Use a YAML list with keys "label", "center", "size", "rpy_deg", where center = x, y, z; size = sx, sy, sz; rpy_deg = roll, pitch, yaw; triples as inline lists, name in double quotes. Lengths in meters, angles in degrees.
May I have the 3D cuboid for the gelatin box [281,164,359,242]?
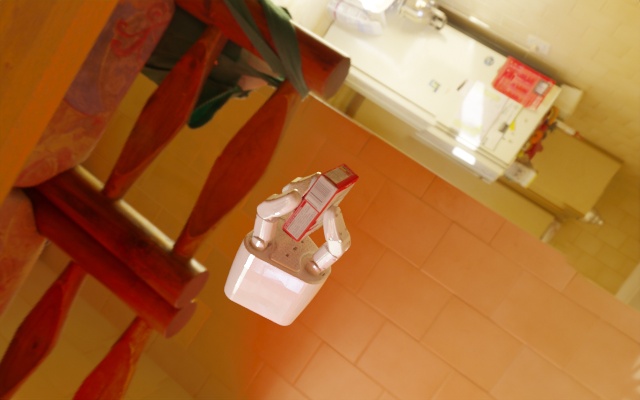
- label: "gelatin box"
  center: [0.001, 0.002, 0.571]
  size: [0.030, 0.089, 0.073]
  rpy_deg: [42, 25, 9]
